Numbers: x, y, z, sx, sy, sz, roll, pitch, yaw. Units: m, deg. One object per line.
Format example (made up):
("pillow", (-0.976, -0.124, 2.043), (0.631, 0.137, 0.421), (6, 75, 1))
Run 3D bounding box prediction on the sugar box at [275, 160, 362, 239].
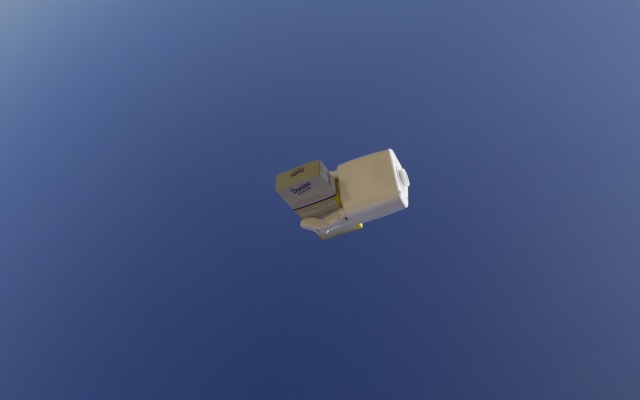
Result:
("sugar box", (0.000, 0.003, 0.898), (0.093, 0.048, 0.176), (-19, -45, 20))
